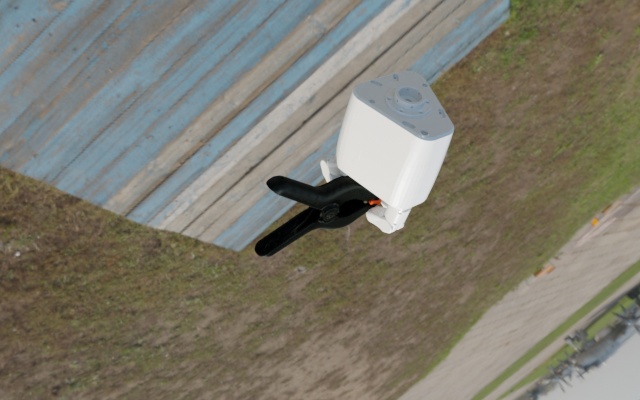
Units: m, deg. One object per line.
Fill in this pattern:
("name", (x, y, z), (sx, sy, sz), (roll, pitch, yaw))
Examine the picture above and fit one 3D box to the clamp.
("clamp", (0.001, 0.002, 0.575), (0.171, 0.039, 0.120), (-21, -33, -24))
